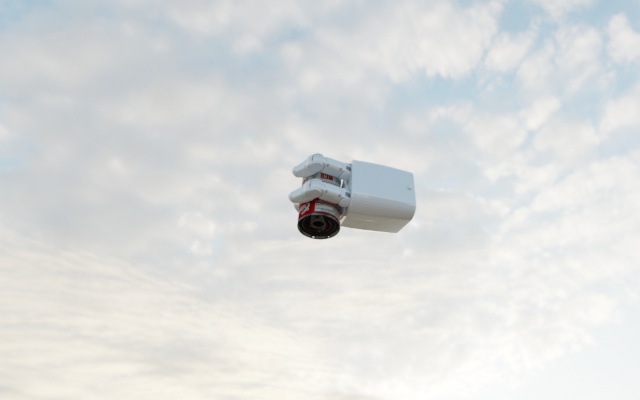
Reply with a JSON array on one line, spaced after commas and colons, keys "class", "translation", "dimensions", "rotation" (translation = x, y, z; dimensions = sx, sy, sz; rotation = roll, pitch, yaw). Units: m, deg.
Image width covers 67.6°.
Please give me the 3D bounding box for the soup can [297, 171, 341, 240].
[{"class": "soup can", "translation": [0.000, 0.002, 0.774], "dimensions": [0.068, 0.102, 0.069], "rotation": [3, -38, 2]}]
